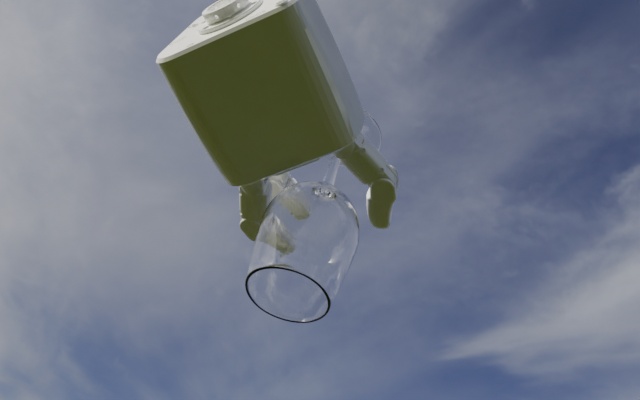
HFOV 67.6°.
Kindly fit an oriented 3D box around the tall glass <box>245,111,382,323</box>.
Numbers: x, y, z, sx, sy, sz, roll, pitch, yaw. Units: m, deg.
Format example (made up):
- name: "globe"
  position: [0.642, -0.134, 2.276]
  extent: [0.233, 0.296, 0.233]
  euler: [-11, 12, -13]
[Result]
- name: "tall glass"
  position: [0.000, 0.001, 0.401]
  extent: [0.079, 0.079, 0.201]
  euler: [0, 41, 18]
